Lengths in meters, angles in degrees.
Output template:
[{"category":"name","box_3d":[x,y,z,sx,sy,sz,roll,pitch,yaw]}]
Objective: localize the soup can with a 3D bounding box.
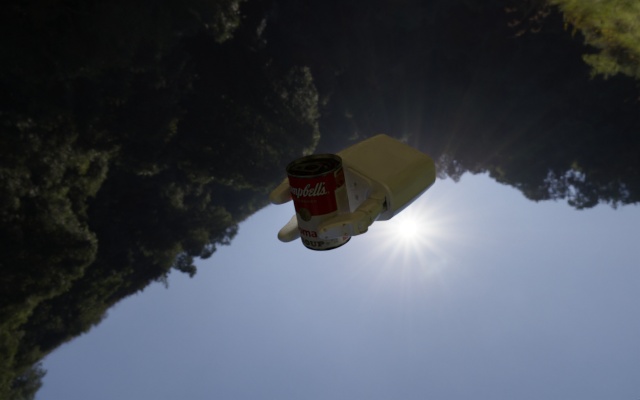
[{"category":"soup can","box_3d":[0.000,0.002,0.585,0.068,0.102,0.068,-8,26,4]}]
